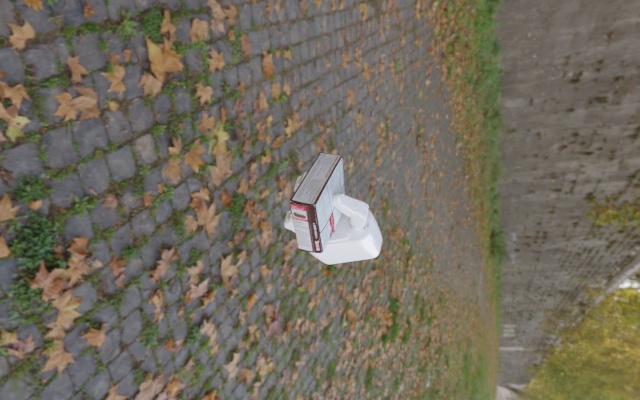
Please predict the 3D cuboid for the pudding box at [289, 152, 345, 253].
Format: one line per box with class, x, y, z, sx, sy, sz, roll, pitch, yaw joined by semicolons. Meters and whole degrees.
pudding box;0.000;0.002;0.650;0.039;0.090;0.113;7;41;19
